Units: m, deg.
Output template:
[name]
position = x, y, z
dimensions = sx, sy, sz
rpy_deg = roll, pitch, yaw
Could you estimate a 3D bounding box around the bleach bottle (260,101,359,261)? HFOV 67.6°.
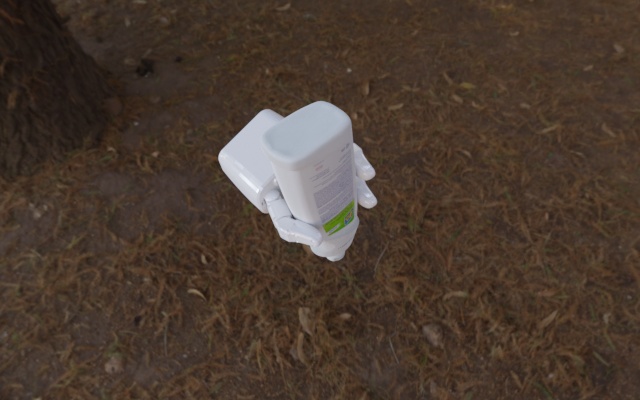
[bleach bottle]
position = 0.000, 0.002, 0.605
dimensions = 0.102, 0.251, 0.068
rpy_deg = -36, 54, -20
